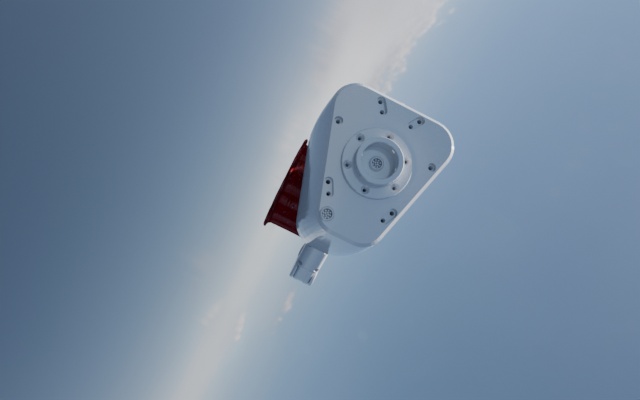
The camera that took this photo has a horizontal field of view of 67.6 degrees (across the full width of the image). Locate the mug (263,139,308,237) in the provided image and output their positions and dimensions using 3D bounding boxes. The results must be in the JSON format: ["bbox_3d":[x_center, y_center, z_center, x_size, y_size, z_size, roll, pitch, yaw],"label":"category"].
[{"bbox_3d":[0.000,0.002,0.476,0.081,0.093,0.117,26,-10,-3],"label":"mug"}]
